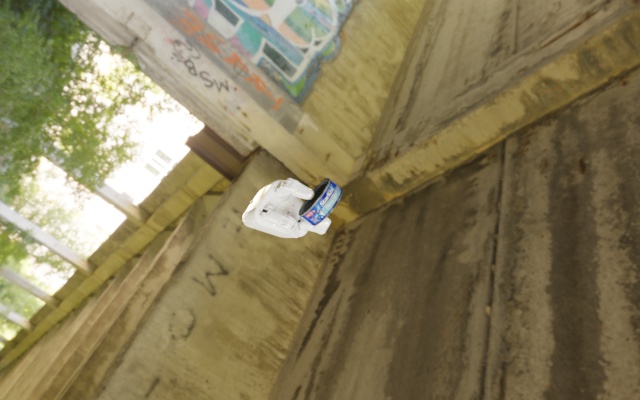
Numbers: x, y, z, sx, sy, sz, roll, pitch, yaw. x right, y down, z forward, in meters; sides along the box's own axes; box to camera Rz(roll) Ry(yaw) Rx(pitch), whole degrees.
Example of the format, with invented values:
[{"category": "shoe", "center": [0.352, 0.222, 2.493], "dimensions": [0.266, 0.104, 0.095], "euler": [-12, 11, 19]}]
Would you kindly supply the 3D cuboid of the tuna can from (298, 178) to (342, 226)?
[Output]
[{"category": "tuna can", "center": [0.001, 0.003, 0.852], "dimensions": [0.034, 0.086, 0.086], "euler": [39, -10, -12]}]
